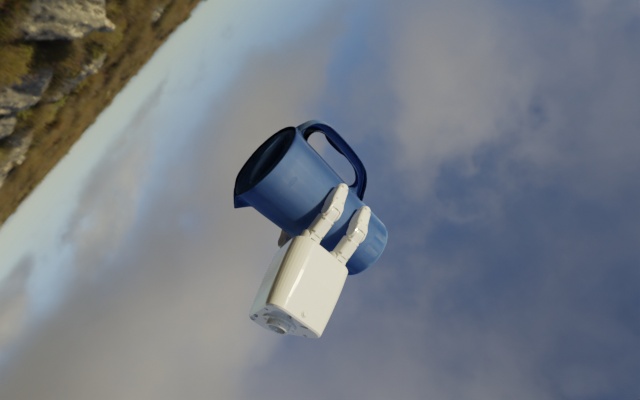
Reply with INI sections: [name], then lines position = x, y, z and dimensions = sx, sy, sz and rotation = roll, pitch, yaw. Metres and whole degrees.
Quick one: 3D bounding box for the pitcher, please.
[pitcher]
position = 0.000, 0.003, 0.745
dimensions = 0.243, 0.145, 0.149
rotation = 42, -39, -25
